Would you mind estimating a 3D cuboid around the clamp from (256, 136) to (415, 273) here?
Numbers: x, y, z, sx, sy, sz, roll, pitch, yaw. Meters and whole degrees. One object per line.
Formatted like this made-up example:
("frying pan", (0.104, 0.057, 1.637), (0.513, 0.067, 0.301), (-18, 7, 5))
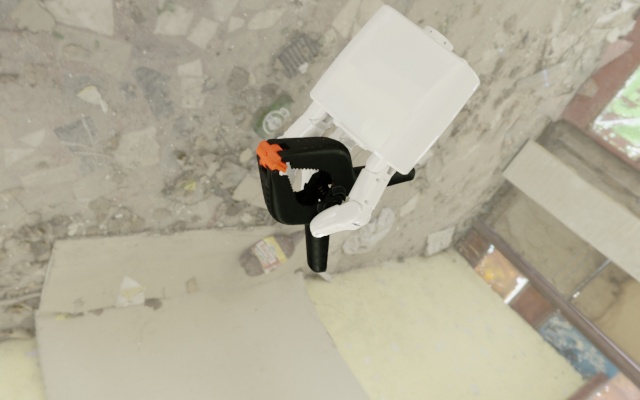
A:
("clamp", (0.000, 0.002, 0.475), (0.036, 0.164, 0.210), (46, 14, 34))
